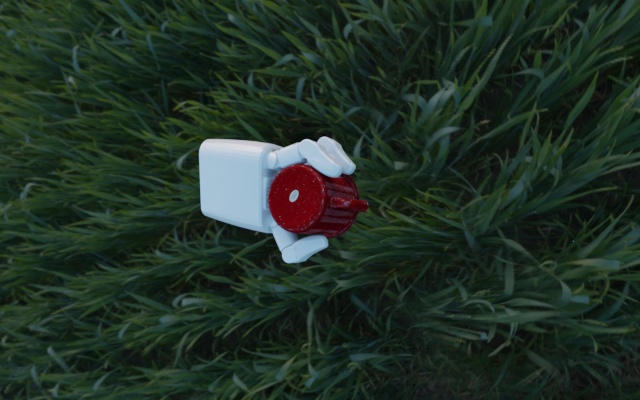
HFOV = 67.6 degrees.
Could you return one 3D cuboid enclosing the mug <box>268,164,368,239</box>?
[{"bbox_3d":[0.001,0.002,0.579,0.117,0.093,0.081,9,0,30],"label":"mug"}]
